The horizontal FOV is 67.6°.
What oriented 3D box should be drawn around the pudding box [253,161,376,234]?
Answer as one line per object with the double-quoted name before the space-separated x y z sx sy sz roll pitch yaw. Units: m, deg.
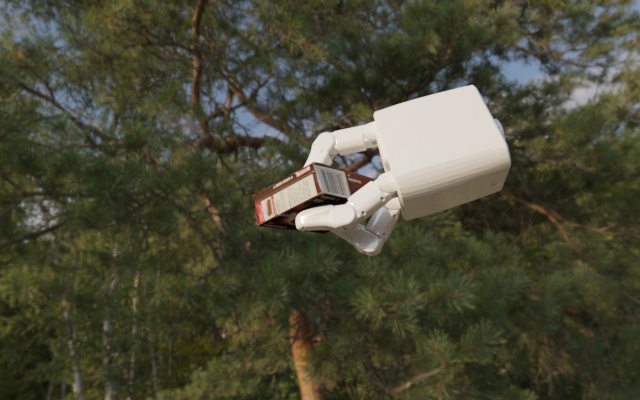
"pudding box" 0.000 0.001 0.505 0.090 0.039 0.113 -27 -26 34
